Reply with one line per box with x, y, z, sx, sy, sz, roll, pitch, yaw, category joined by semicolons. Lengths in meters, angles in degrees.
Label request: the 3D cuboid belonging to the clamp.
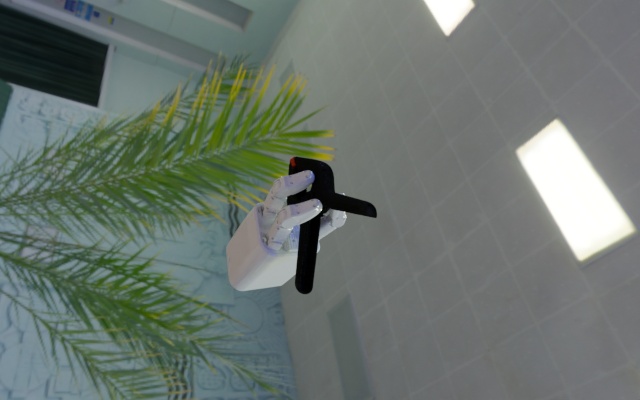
0.000;0.002;0.670;0.036;0.209;0.165;19;-50;-35;clamp
